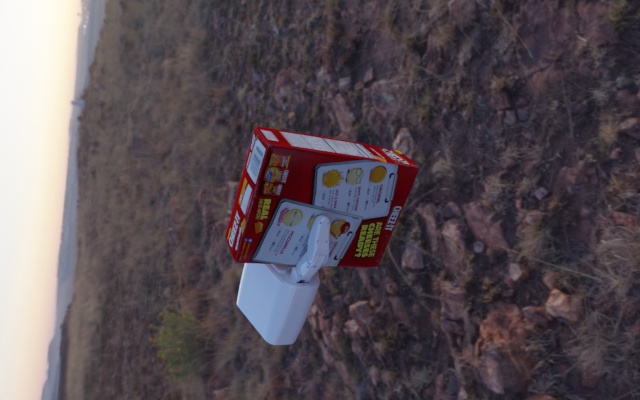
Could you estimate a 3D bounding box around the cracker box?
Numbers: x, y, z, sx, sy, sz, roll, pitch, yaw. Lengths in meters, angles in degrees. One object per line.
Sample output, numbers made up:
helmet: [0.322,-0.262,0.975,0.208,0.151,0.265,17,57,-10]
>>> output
cracker box: [0.000,0.002,0.625,0.214,0.164,0.072,5,27,-28]
